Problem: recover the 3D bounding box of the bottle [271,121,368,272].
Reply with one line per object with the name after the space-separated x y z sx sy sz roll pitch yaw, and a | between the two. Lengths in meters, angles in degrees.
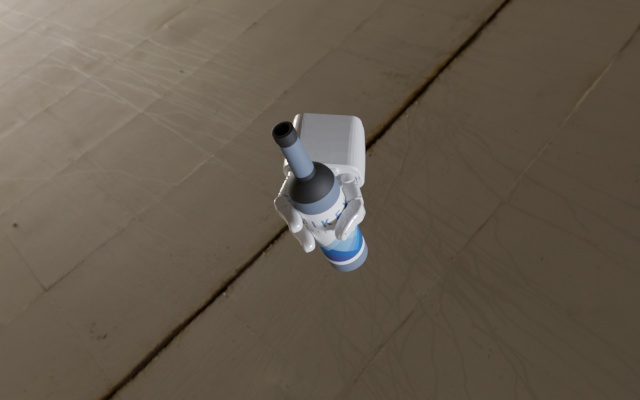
0.000 0.002 0.656 0.069 0.069 0.296 0 -34 21 | bottle
